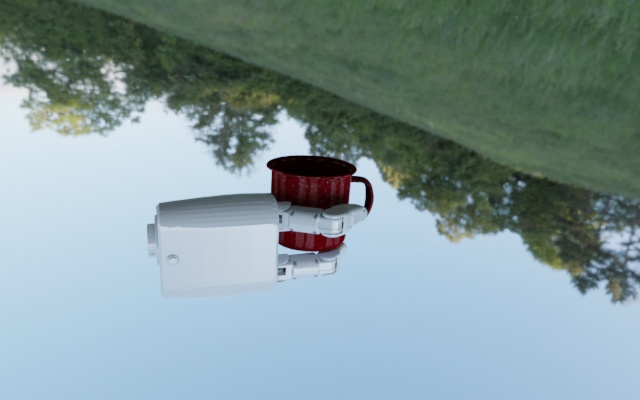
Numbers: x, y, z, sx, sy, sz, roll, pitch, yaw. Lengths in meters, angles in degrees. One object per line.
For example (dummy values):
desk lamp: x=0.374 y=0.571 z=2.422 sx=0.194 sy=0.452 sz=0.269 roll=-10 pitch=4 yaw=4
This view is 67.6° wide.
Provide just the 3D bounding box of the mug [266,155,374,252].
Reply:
mug: x=0.001 y=0.002 z=0.505 sx=0.117 sy=0.081 sz=0.093 roll=-2 pitch=19 yaw=-18
